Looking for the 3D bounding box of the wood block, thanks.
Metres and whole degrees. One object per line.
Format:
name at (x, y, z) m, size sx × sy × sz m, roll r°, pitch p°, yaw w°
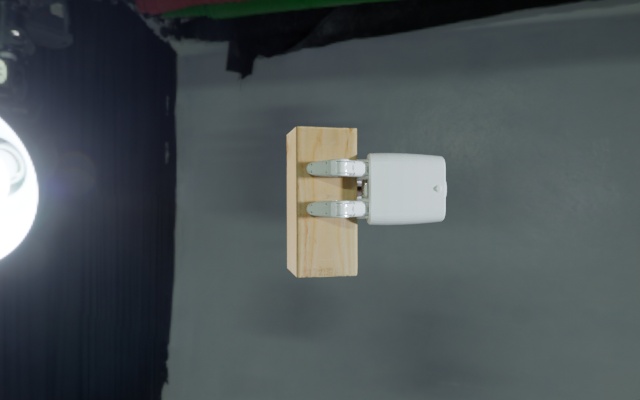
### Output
wood block at (0.000, 0.002, 0.699) m, size 0.090 × 0.206 × 0.091 m, roll 0°, pitch 0°, yaw -12°
